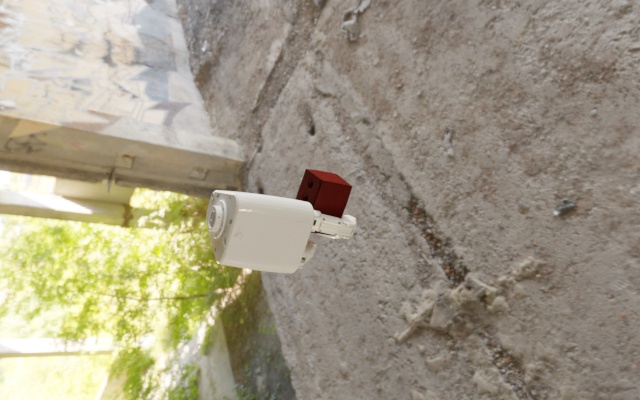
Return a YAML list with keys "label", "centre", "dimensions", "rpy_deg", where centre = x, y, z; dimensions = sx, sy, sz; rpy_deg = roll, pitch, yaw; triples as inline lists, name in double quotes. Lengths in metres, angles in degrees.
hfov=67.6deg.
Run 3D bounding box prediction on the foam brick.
- label: "foam brick"
  centre: [0.000, 0.002, 0.661]
  dimensions: [0.051, 0.078, 0.053]
  rpy_deg: [11, 15, -29]
